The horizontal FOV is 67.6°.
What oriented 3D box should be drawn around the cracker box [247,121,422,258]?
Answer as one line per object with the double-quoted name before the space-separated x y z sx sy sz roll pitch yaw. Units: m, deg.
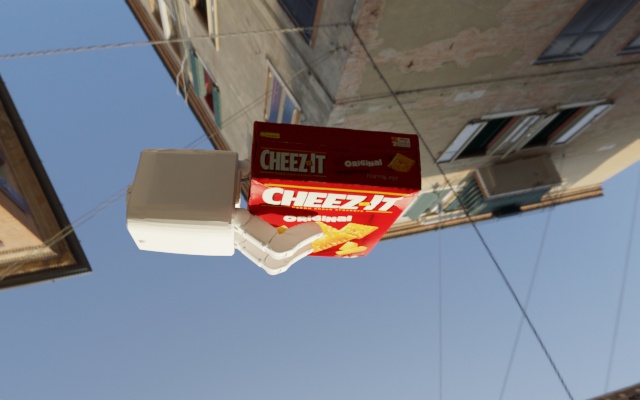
"cracker box" 0.000 0.002 0.541 0.164 0.072 0.214 3 -24 -9
